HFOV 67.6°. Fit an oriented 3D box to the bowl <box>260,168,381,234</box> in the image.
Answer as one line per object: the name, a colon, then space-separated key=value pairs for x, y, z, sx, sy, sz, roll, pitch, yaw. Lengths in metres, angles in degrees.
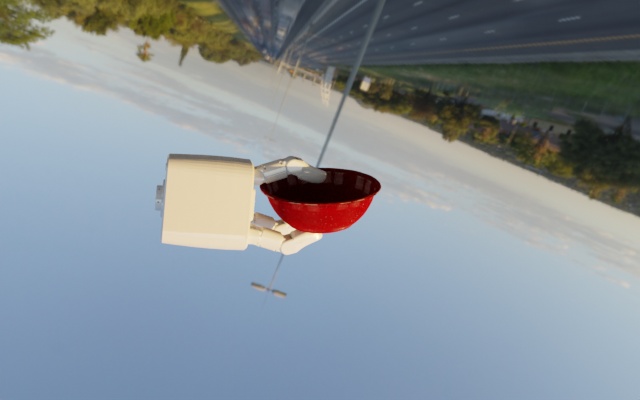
bowl: x=0.001 y=0.003 z=0.646 sx=0.162 sy=0.055 sz=0.162 roll=-1 pitch=19 yaw=0
